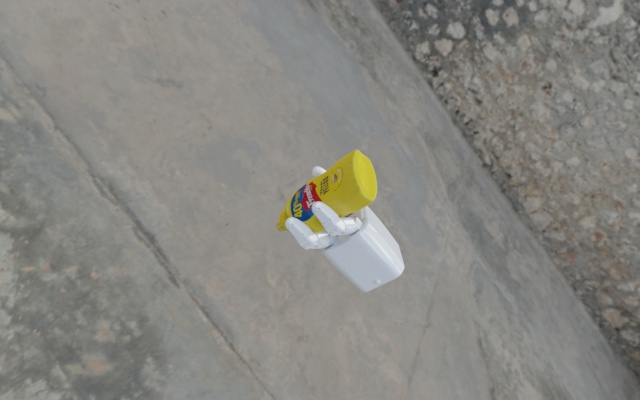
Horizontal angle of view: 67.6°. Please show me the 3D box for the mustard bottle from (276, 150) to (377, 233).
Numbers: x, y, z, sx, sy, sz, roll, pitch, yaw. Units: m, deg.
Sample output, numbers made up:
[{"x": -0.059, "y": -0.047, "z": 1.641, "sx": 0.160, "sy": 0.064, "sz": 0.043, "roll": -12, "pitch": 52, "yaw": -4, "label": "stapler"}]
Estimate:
[{"x": 0.000, "y": 0.002, "z": 0.768, "sx": 0.192, "sy": 0.096, "sz": 0.058, "roll": -32, "pitch": -47, "yaw": 31, "label": "mustard bottle"}]
